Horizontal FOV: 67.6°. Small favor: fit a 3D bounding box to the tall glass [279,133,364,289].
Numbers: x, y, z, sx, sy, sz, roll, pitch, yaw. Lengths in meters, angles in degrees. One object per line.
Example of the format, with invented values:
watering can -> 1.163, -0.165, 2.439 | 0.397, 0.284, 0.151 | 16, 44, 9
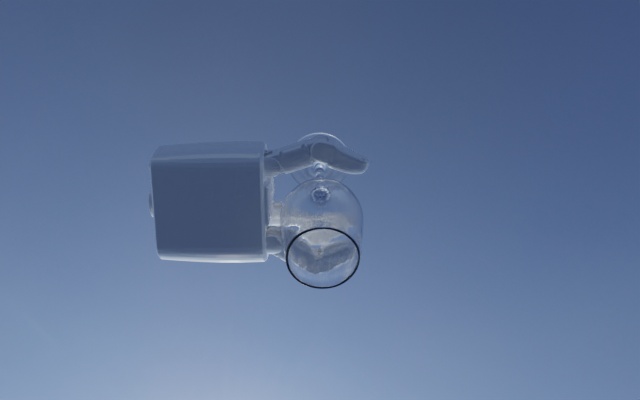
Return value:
tall glass -> 0.000, 0.001, 0.477 | 0.079, 0.079, 0.201 | 0, 28, -2
